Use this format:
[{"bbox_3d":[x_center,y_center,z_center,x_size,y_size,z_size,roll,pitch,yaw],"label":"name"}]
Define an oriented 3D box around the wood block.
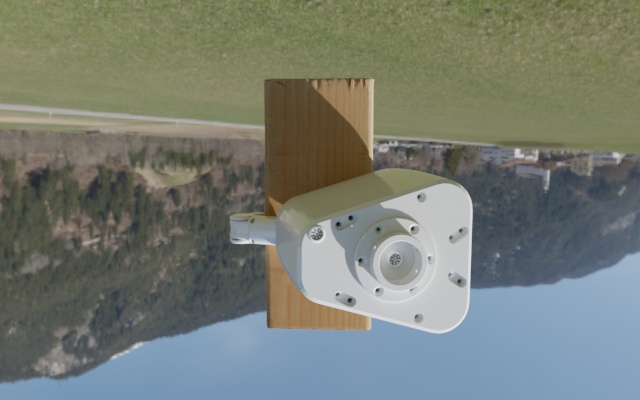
[{"bbox_3d":[0.000,0.002,0.431,0.091,0.206,0.090,1,5,2],"label":"wood block"}]
